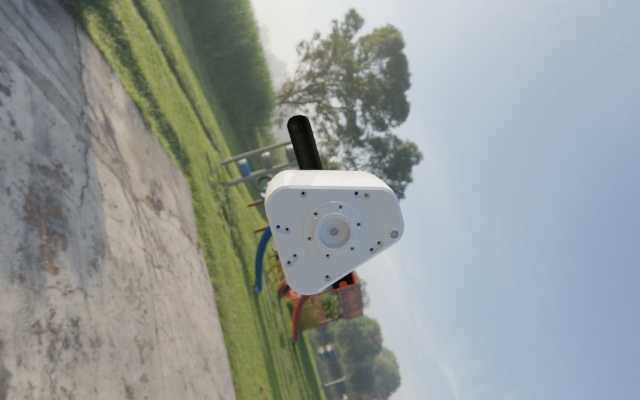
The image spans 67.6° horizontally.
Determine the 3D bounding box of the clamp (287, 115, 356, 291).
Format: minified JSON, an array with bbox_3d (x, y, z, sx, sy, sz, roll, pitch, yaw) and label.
[{"bbox_3d":[0.001,0.002,0.579,0.036,0.210,0.164,-16,9,1],"label":"clamp"}]
